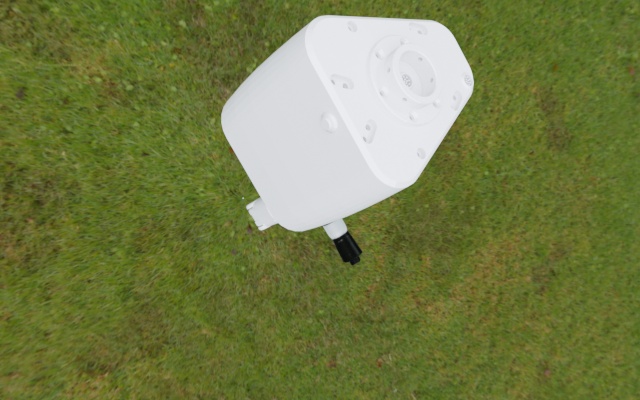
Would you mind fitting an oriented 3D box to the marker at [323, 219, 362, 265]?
[{"bbox_3d":[0.000,0.001,0.402,0.020,0.121,0.020,-30,5,3],"label":"marker"}]
